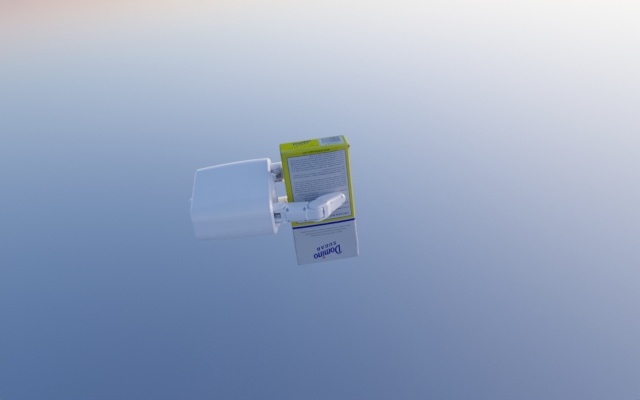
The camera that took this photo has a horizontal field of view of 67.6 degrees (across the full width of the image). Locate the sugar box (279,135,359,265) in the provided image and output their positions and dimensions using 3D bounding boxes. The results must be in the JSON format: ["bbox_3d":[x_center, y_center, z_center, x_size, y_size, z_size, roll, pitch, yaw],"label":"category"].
[{"bbox_3d":[0.000,0.002,0.675,0.093,0.176,0.048,-8,28,-3],"label":"sugar box"}]
